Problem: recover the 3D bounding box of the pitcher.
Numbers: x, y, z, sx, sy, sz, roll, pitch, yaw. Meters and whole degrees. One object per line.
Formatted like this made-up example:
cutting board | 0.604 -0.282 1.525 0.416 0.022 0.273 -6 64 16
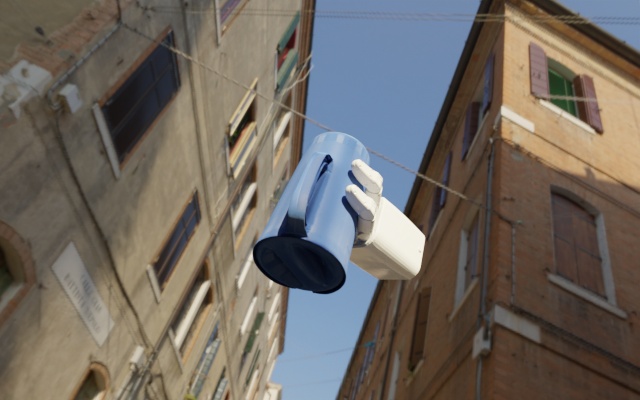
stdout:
pitcher | 0.000 0.002 0.714 0.145 0.242 0.149 38 -43 -21
